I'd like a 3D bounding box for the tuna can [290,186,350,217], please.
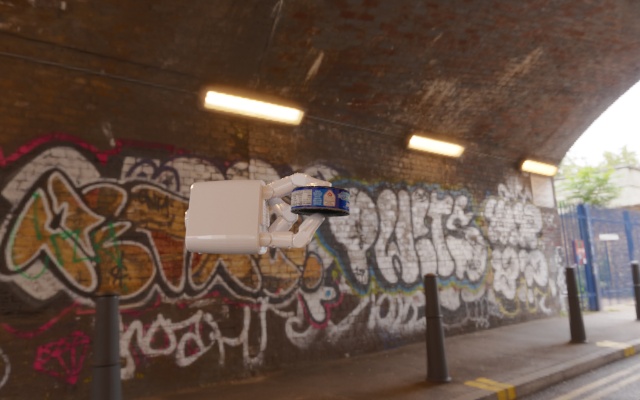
[{"bbox_3d":[0.000,0.002,0.690,0.086,0.033,0.086,3,-9,0],"label":"tuna can"}]
